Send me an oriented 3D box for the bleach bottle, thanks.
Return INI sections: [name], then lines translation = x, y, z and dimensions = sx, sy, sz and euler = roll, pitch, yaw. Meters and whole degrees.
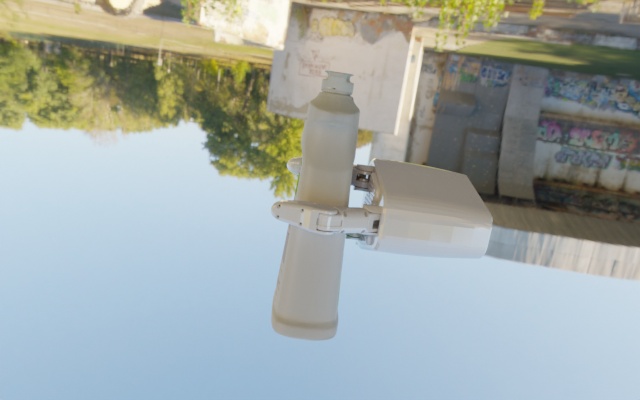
[bleach bottle]
translation = 0.000, 0.002, 0.473
dimensions = 0.068, 0.251, 0.102
euler = 7, 13, -5
